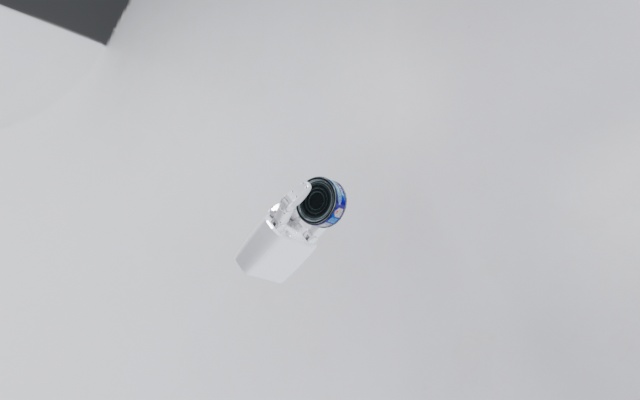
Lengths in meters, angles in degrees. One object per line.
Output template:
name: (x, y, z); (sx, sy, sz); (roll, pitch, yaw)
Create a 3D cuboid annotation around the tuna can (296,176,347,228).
tuna can: (0.000, 0.003, 0.818); (0.086, 0.086, 0.034); (0, -11, 34)
